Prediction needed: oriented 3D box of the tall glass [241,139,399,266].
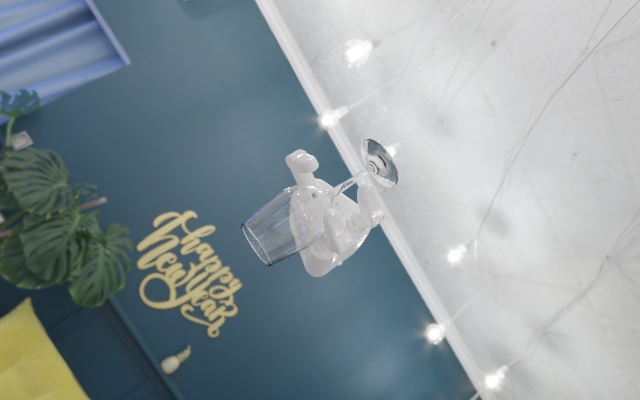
[{"bbox_3d":[0.001,0.002,0.605,0.201,0.079,0.079,-33,12,-19],"label":"tall glass"}]
